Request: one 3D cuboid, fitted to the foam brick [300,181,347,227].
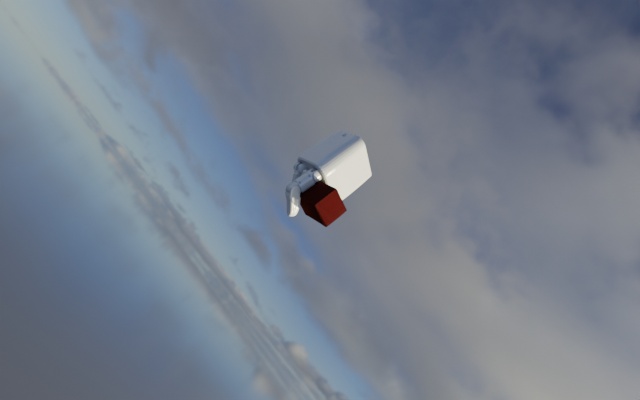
[{"bbox_3d":[0.000,0.003,0.861,0.051,0.053,0.078,-36,32,-16],"label":"foam brick"}]
